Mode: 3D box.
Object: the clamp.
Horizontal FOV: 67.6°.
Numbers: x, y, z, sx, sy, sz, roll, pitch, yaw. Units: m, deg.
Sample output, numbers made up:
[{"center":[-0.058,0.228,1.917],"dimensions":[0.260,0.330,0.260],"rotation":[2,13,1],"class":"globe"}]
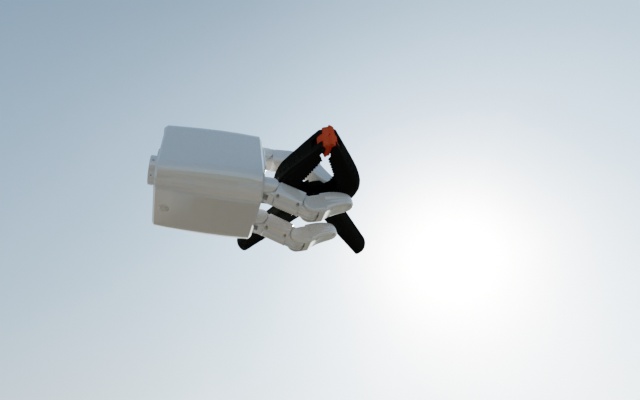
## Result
[{"center":[0.000,0.001,0.551],"dimensions":[0.164,0.036,0.210],"rotation":[7,-40,-16],"class":"clamp"}]
